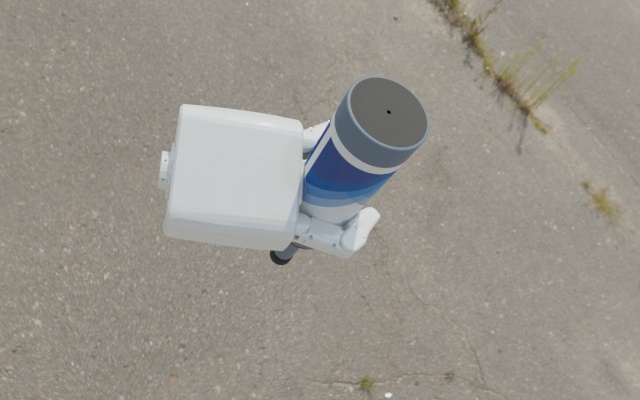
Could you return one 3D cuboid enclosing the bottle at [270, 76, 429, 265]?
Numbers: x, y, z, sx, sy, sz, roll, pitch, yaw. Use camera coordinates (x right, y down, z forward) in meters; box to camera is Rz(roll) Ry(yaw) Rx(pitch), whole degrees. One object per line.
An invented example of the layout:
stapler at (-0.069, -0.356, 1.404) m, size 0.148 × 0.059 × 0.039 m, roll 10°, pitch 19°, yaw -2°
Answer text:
bottle at (0.000, 0.001, 0.466) m, size 0.069 × 0.069 × 0.296 m, roll 0°, pitch -27°, yaw -22°
